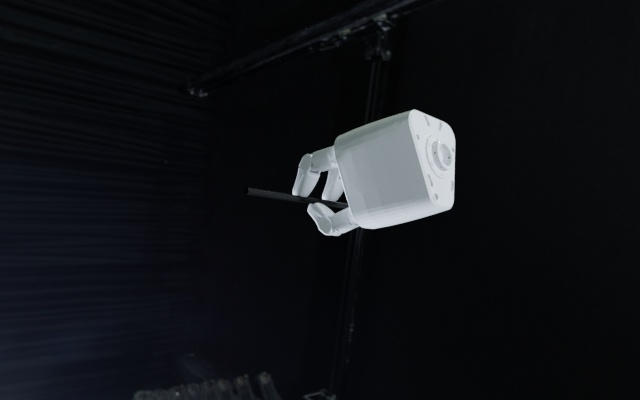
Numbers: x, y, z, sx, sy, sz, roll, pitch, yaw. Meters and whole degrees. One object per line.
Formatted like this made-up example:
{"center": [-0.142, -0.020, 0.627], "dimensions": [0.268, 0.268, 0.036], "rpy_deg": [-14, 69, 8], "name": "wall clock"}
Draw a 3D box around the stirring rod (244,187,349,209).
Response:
{"center": [0.000, 0.002, 0.629], "dimensions": [0.011, 0.011, 0.239], "rpy_deg": [0, -6, 45], "name": "stirring rod"}
